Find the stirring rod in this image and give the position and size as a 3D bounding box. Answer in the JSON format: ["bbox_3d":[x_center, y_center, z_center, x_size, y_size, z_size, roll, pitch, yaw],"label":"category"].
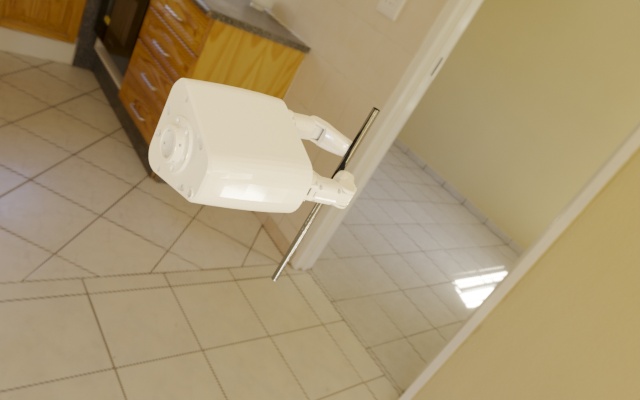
[{"bbox_3d":[0.000,0.002,0.531,0.011,0.240,0.011,25,26,-13],"label":"stirring rod"}]
